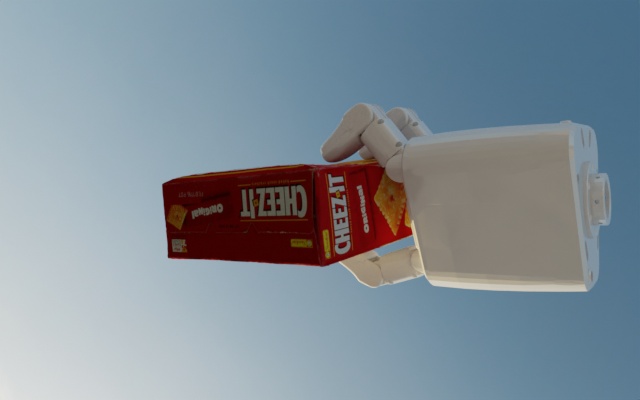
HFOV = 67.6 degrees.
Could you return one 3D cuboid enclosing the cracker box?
[{"bbox_3d":[0.000,0.002,0.420,0.164,0.072,0.213,-4,3,38],"label":"cracker box"}]
